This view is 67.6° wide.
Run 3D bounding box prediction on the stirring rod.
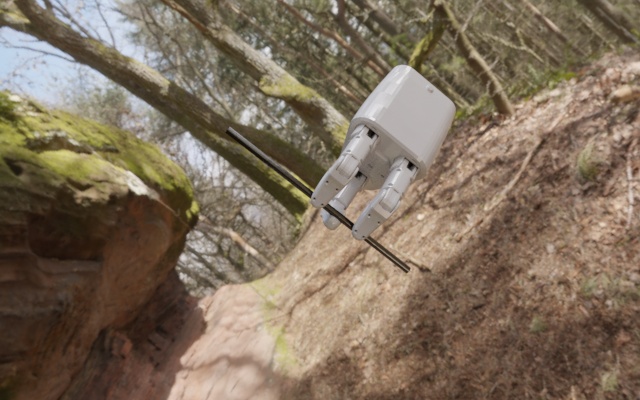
[{"bbox_3d":[0.000,0.002,0.499,0.239,0.011,0.011,38,-5,-6],"label":"stirring rod"}]
